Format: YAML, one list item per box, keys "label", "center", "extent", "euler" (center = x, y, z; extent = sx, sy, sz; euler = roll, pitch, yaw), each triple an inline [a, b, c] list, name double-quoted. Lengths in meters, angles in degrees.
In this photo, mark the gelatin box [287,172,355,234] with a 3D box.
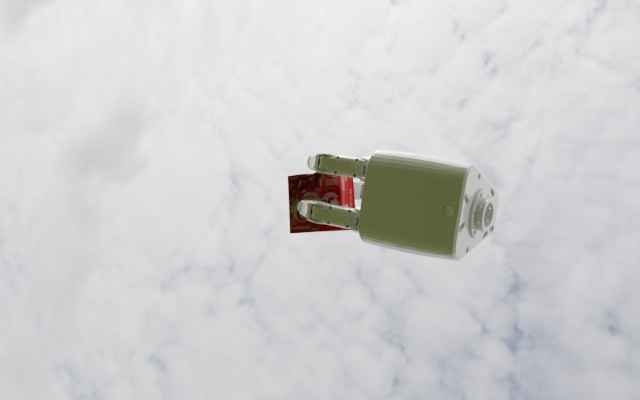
- label: "gelatin box"
  center: [0.000, 0.002, 0.578]
  extent: [0.089, 0.073, 0.030]
  euler: [-6, -5, 42]
